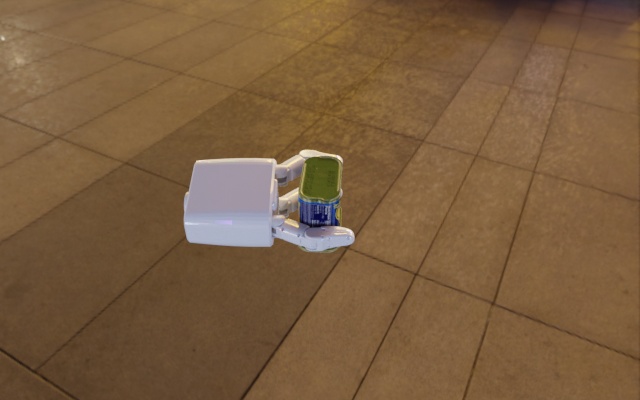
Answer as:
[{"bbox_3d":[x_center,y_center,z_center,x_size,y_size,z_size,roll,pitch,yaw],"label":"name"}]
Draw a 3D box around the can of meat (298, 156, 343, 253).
[{"bbox_3d":[0.000,0.002,0.619,0.057,0.084,0.102,3,38,2],"label":"can of meat"}]
